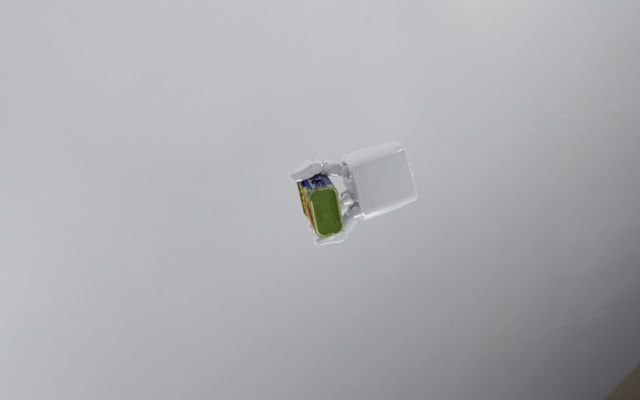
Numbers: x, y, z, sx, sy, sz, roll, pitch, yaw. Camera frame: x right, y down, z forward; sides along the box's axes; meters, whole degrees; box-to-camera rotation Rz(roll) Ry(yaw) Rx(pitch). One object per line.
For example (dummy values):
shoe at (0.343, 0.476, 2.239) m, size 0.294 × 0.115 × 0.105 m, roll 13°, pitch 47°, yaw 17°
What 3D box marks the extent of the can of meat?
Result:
can of meat at (0.000, 0.003, 0.833) m, size 0.057 × 0.102 × 0.084 m, roll -16°, pitch 29°, yaw -9°
